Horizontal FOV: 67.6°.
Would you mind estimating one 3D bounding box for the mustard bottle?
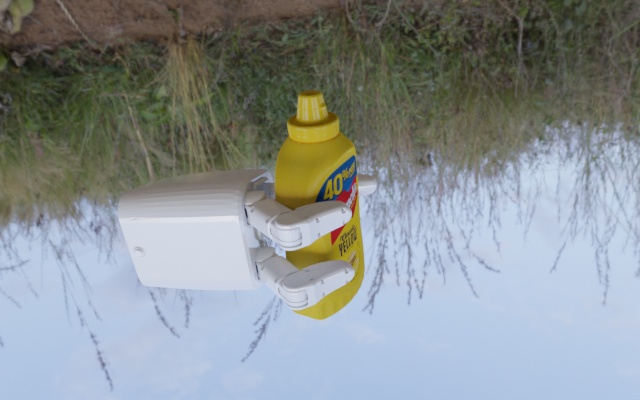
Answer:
[{"bbox_3d":[0.000,0.002,0.412,0.058,0.192,0.096,11,32,29],"label":"mustard bottle"}]
